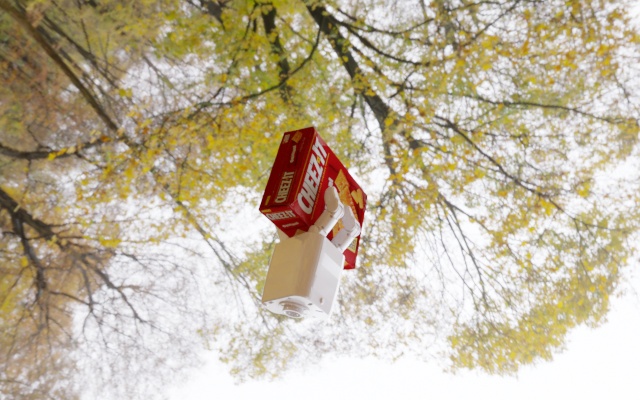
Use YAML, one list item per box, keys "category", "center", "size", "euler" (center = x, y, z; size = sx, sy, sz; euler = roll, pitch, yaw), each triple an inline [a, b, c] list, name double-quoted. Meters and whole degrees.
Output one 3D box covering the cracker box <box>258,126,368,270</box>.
- category: "cracker box"
  center: [0.000, 0.003, 0.834]
  size: [0.072, 0.164, 0.214]
  euler: [-8, -38, 32]
